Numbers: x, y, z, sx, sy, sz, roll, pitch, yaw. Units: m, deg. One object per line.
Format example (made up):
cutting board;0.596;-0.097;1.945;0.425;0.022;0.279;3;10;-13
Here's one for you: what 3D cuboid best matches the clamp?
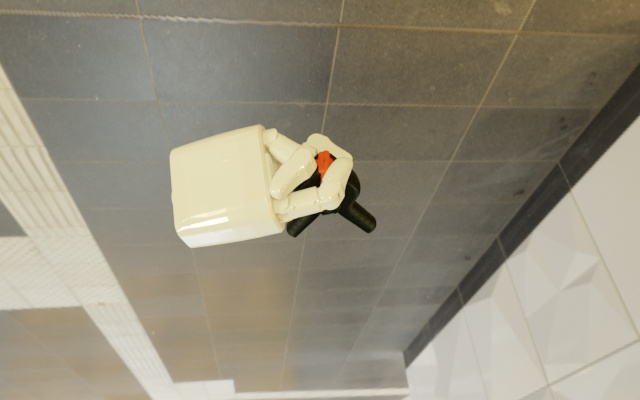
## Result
clamp;0.000;0.002;0.588;0.120;0.039;0.172;-13;-35;7
